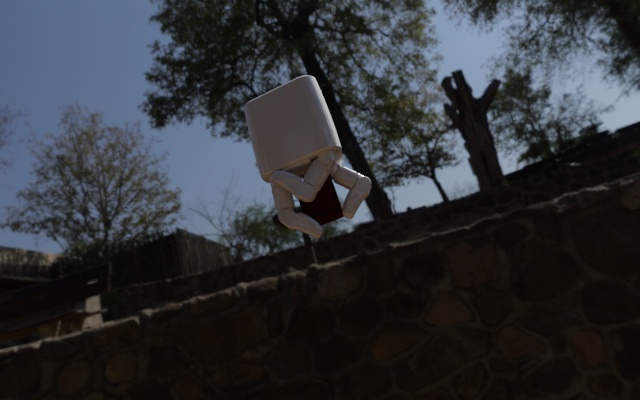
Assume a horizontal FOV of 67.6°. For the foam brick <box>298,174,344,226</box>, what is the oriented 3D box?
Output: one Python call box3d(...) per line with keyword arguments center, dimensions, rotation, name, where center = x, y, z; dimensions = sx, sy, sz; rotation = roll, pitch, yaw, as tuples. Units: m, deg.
box3d(center=(0.000, 0.002, 0.665), dimensions=(0.053, 0.051, 0.078), rotation=(-20, -12, 1), name="foam brick")
